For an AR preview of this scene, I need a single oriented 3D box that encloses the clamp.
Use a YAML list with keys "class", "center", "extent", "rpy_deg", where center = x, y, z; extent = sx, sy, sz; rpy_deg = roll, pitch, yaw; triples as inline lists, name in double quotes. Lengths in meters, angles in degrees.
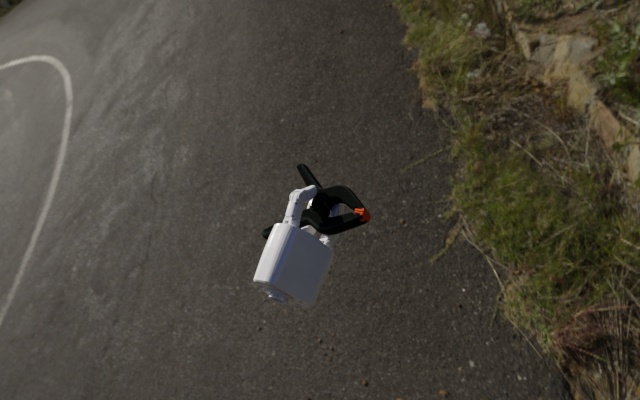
- class: "clamp"
  center: [0.000, 0.003, 0.858]
  extent: [0.210, 0.164, 0.036]
  rpy_deg: [2, -28, 37]
